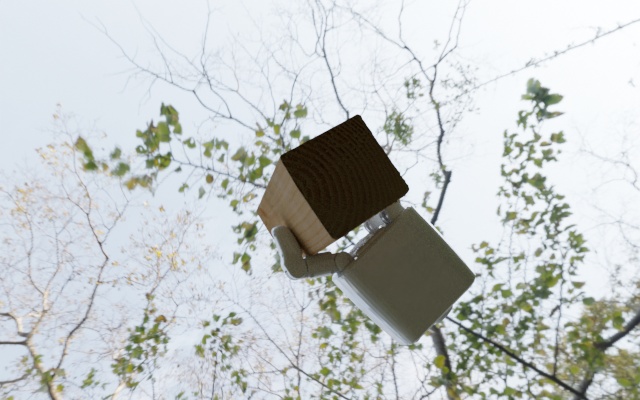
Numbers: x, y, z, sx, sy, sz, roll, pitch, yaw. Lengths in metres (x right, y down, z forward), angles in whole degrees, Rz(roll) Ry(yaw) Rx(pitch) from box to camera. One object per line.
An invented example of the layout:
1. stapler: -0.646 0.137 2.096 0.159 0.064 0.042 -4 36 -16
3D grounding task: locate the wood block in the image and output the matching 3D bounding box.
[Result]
1. wood block: 0.000 0.002 0.518 0.091 0.090 0.206 -32 -5 -19
